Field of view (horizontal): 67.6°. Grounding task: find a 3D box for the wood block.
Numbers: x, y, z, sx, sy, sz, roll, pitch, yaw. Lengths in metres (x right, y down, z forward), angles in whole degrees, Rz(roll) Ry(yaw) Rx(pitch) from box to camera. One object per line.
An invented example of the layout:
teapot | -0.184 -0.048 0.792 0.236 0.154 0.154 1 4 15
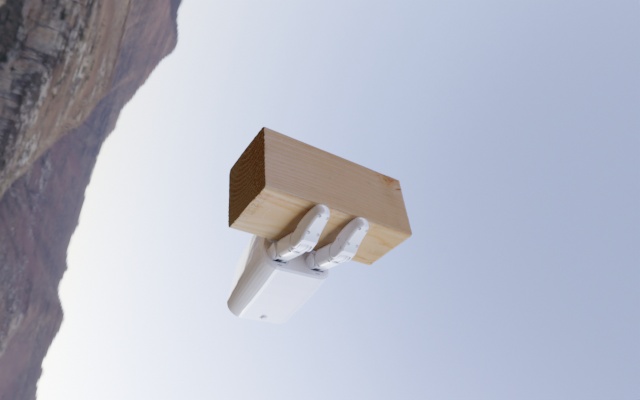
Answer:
wood block | 0.000 0.002 0.588 0.206 0.090 0.090 18 -44 -30
